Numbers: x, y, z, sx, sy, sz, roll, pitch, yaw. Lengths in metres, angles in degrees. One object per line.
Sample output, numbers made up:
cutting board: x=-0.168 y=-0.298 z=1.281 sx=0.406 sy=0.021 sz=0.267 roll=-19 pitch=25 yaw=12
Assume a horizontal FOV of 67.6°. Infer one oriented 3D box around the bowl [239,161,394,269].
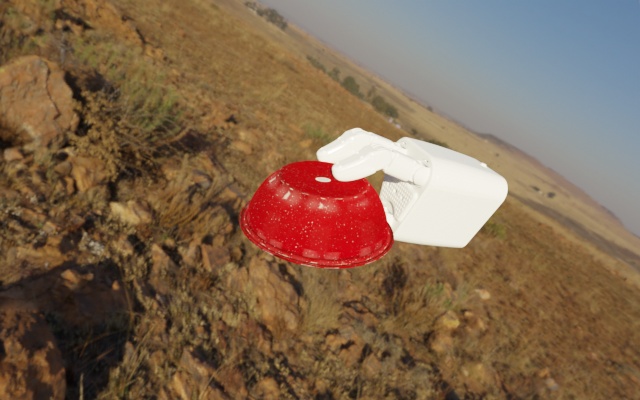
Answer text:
bowl: x=-0.001 y=0.001 z=0.485 sx=0.162 sy=0.055 sz=0.162 roll=7 pitch=26 yaw=-3
